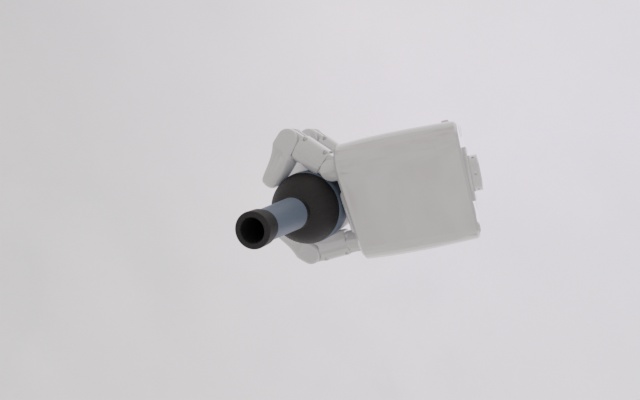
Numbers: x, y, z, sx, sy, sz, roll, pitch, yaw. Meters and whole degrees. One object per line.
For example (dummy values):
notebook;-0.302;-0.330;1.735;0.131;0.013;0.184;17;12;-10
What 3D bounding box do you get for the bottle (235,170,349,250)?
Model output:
bottle;0.000;0.002;0.470;0.069;0.069;0.295;0;8;19
